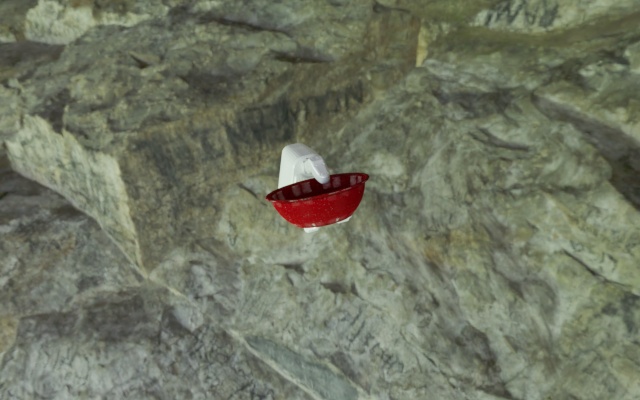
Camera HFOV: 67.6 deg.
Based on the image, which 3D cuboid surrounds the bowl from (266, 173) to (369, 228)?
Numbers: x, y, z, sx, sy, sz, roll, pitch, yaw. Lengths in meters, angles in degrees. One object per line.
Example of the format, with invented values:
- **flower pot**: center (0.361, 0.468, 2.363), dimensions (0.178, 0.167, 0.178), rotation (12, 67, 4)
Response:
- **bowl**: center (0.000, 0.003, 0.733), dimensions (0.162, 0.055, 0.162), rotation (-11, 11, 2)
